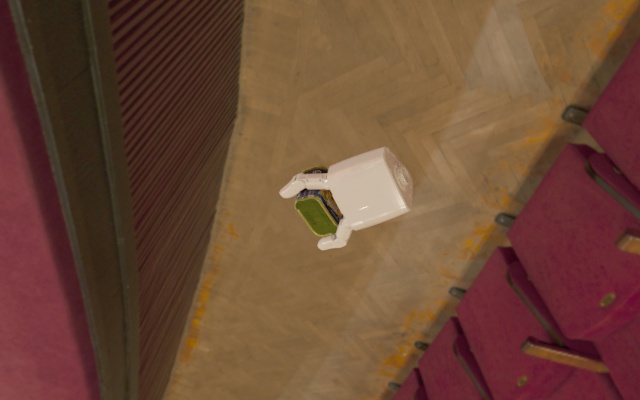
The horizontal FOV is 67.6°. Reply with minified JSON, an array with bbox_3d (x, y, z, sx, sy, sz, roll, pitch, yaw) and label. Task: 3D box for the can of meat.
[{"bbox_3d":[0.000,0.003,0.856,0.057,0.102,0.084,-17,36,25],"label":"can of meat"}]
